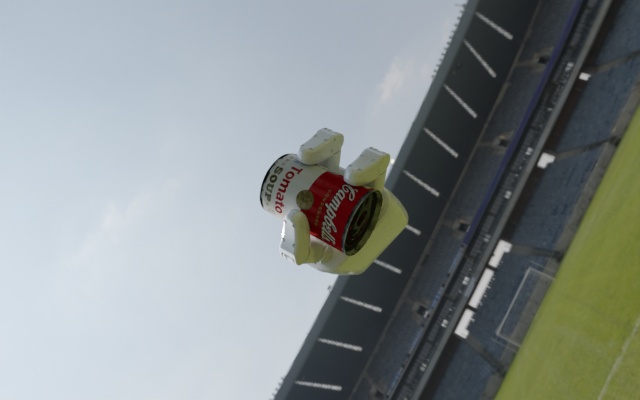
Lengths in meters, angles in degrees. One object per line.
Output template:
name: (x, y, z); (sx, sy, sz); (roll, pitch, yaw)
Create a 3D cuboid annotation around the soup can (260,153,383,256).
soup can: (0.000, 0.001, 0.468); (0.102, 0.068, 0.068); (26, 12, 25)
